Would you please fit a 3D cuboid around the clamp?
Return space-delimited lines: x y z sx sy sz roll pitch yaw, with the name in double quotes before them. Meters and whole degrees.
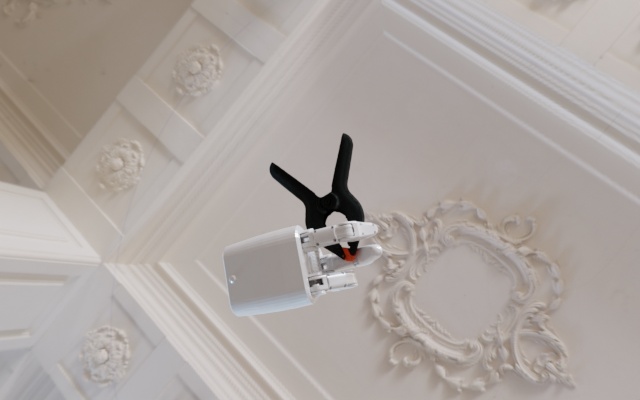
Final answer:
"clamp" 0.000 0.002 0.642 0.120 0.171 0.039 -15 -14 12
